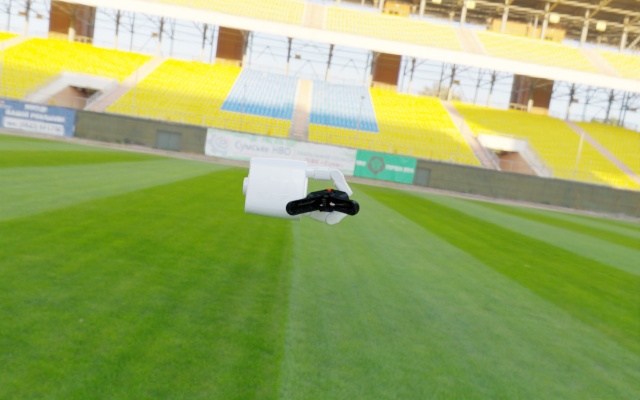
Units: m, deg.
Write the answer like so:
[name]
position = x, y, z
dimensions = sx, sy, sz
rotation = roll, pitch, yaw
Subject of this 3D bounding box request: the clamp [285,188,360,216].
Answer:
[clamp]
position = 0.000, 0.002, 0.843
dimensions = 0.120, 0.039, 0.171
rotation = 4, 6, -3
